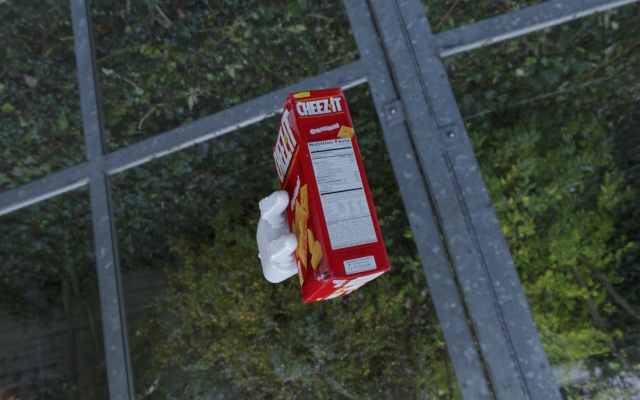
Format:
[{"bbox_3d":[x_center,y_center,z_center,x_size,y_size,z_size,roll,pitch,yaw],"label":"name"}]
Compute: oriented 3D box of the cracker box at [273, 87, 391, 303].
[{"bbox_3d":[0.000,0.002,0.570,0.072,0.213,0.164,-9,-17,-15],"label":"cracker box"}]
